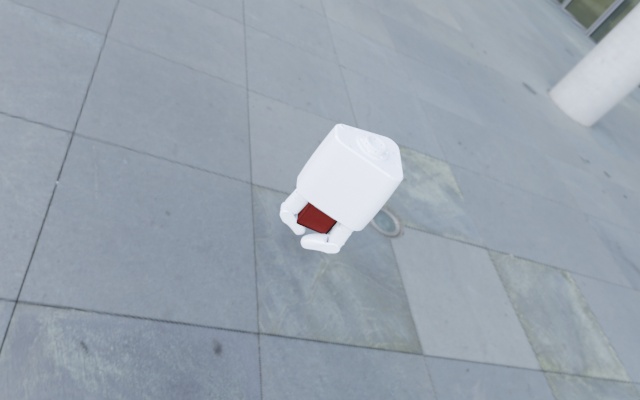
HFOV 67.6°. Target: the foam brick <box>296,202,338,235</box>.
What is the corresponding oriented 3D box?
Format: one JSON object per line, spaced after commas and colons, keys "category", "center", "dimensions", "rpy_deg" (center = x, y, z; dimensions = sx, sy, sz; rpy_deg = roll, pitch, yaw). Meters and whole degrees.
{"category": "foam brick", "center": [0.000, 0.002, 0.718], "dimensions": [0.053, 0.078, 0.051], "rpy_deg": [23, -51, -18]}
